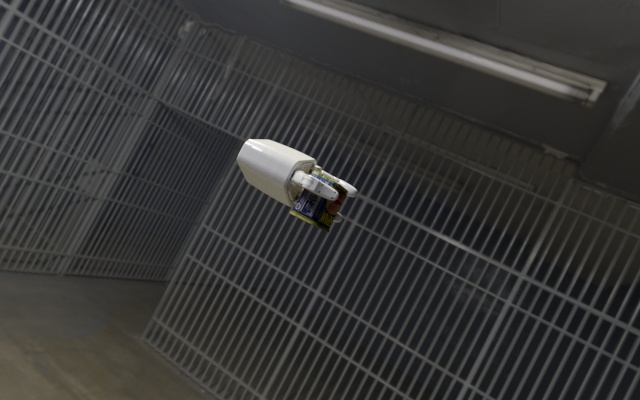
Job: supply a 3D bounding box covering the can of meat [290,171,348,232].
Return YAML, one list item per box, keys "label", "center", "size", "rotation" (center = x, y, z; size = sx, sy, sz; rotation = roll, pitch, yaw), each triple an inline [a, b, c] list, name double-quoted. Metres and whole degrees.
- label: "can of meat"
  center: [0.000, 0.002, 0.837]
  size: [0.057, 0.084, 0.102]
  rotation: [27, -2, 20]
